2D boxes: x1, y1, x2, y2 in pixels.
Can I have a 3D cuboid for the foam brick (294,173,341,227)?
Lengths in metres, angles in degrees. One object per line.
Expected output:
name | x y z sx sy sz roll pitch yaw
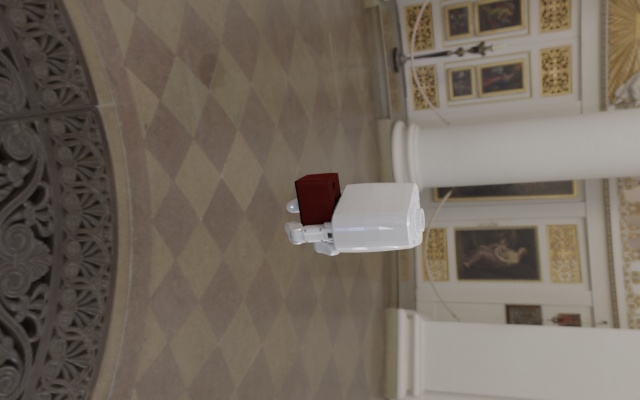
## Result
foam brick | 0.000 0.002 0.695 0.051 0.078 0.053 -3 15 21
